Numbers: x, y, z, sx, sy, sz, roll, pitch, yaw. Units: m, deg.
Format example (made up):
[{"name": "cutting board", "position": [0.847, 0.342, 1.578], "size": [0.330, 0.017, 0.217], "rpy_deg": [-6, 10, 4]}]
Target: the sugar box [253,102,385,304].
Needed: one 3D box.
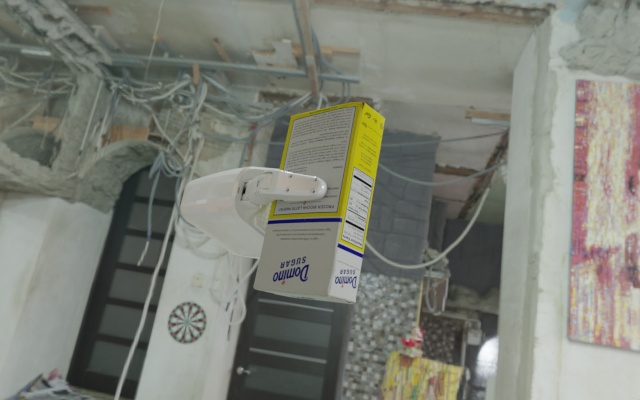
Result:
[{"name": "sugar box", "position": [0.000, 0.002, 0.440], "size": [0.093, 0.176, 0.048], "rpy_deg": [-3, -19, 42]}]
